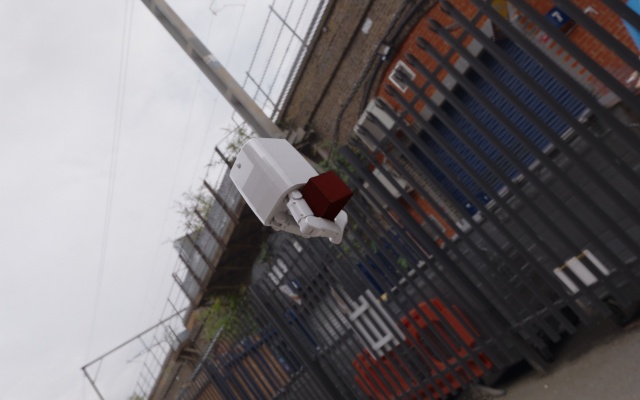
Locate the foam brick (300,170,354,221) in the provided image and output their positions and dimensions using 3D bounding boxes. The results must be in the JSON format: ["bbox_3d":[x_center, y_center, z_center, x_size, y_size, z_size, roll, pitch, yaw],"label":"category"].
[{"bbox_3d":[0.000,0.002,0.709,0.053,0.051,0.078,-21,-25,-44],"label":"foam brick"}]
